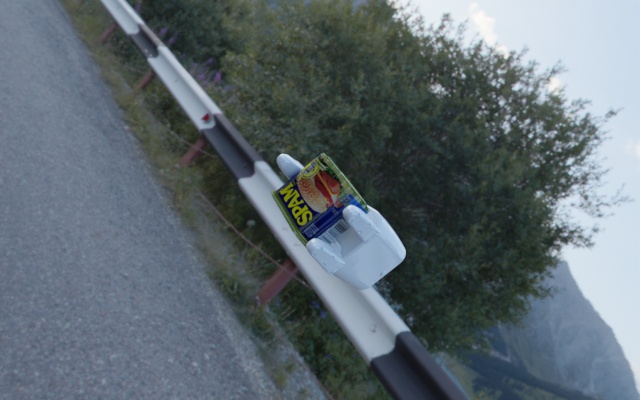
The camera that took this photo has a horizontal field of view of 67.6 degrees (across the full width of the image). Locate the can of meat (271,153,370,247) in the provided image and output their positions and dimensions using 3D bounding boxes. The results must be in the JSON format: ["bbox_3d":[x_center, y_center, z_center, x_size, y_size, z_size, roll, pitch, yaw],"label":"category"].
[{"bbox_3d":[0.000,0.002,0.573,0.057,0.084,0.102,45,8,-47],"label":"can of meat"}]
